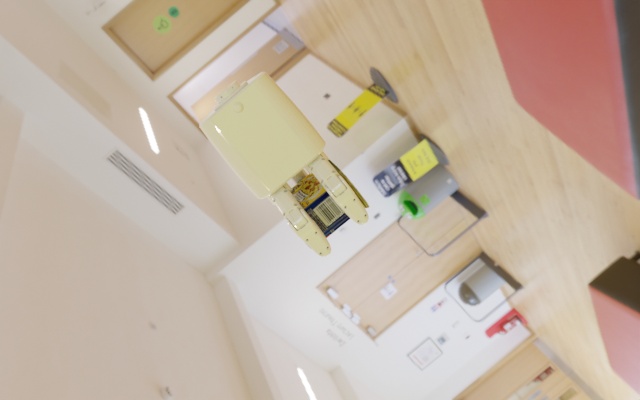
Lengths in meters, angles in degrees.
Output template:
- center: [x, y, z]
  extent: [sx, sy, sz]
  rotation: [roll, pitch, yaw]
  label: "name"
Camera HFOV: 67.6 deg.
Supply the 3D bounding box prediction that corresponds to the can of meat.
- center: [0.000, 0.002, 0.577]
  extent: [0.084, 0.057, 0.102]
  rotation: [-39, 22, 1]
  label: "can of meat"
